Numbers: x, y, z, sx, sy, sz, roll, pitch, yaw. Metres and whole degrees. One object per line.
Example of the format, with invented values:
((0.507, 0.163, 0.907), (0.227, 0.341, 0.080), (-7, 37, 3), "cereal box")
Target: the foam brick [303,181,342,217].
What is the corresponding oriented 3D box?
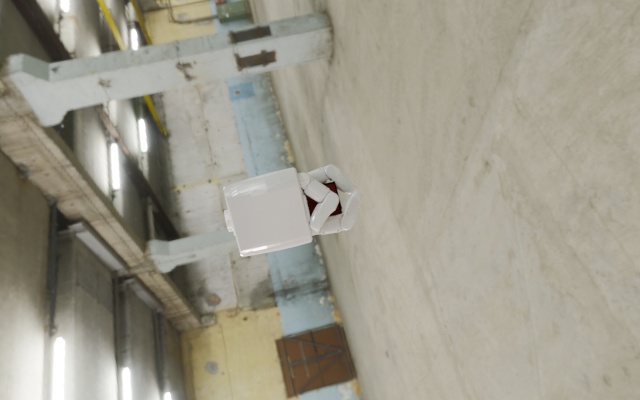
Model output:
((0.000, 0.003, 0.749), (0.051, 0.053, 0.078), (-15, -2, -6), "foam brick")
